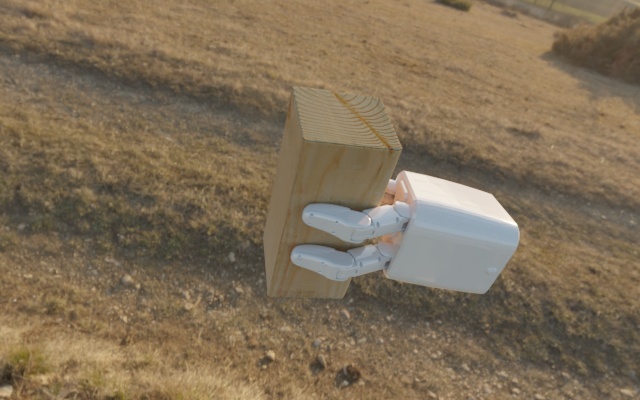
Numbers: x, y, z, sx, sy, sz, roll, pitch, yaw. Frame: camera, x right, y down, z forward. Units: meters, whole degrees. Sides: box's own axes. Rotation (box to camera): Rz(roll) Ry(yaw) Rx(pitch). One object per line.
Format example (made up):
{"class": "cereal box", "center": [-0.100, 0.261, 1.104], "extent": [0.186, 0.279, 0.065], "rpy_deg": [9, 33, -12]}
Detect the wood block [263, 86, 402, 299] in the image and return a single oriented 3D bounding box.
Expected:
{"class": "wood block", "center": [0.000, 0.001, 0.489], "extent": [0.090, 0.206, 0.090], "rpy_deg": [4, 41, -14]}
